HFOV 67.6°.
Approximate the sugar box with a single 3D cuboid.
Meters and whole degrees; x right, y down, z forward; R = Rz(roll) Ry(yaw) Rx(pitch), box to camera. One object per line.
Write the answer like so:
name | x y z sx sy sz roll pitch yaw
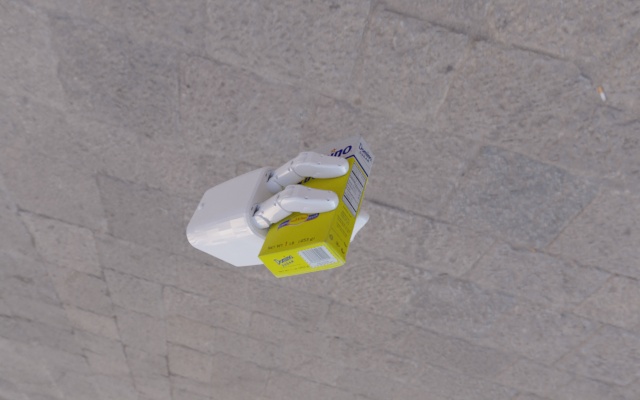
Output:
sugar box | 0.000 0.002 0.554 0.093 0.176 0.048 -15 -50 32
